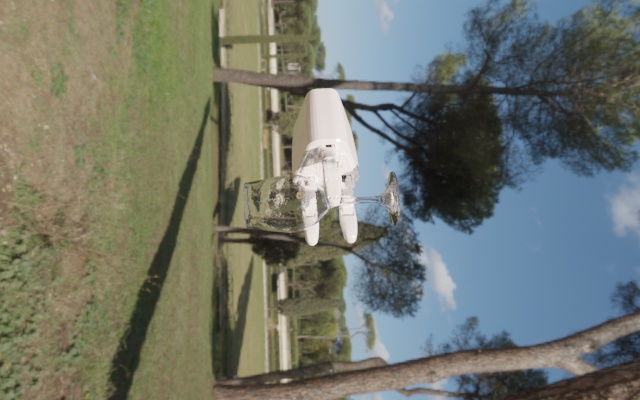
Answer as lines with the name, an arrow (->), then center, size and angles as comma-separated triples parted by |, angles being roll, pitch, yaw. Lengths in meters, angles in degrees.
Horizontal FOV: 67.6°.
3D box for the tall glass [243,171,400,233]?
tall glass -> 0.001, 0.002, 0.642 | 0.201, 0.079, 0.079 | -3, 0, -3
